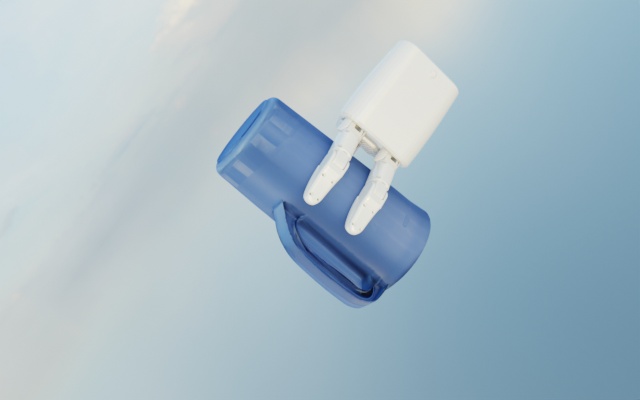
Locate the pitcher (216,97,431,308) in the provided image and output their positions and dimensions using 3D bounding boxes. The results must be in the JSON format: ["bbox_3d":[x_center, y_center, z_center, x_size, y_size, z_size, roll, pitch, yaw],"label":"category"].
[{"bbox_3d":[0.000,0.002,0.557,0.243,0.145,0.149,38,-2,-17],"label":"pitcher"}]
